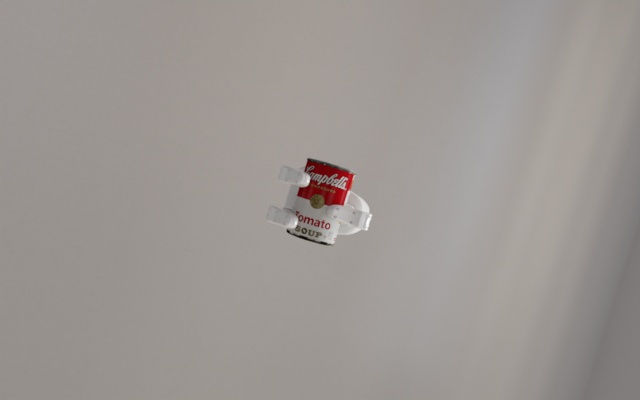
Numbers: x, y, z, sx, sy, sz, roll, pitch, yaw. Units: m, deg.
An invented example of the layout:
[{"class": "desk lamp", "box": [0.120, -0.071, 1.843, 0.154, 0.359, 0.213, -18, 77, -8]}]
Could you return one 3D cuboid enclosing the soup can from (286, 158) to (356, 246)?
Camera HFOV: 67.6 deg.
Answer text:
[{"class": "soup can", "box": [0.000, 0.002, 0.630, 0.068, 0.102, 0.068, 17, 1, 0]}]
